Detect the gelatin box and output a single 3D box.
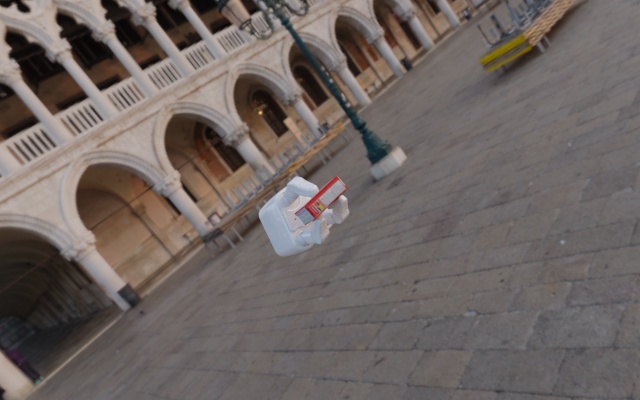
[{"bbox_3d":[0.000,0.002,0.772,0.073,0.030,0.089,-43,1,-16],"label":"gelatin box"}]
